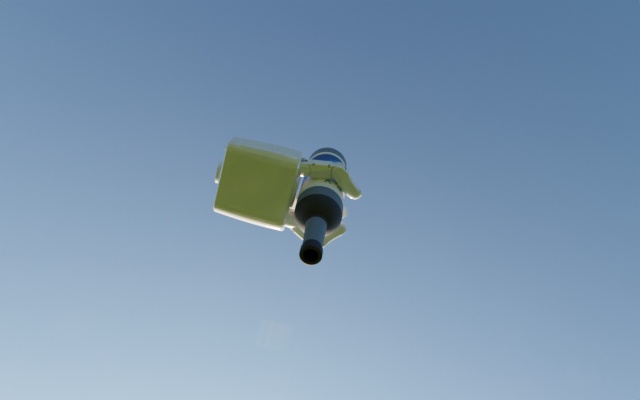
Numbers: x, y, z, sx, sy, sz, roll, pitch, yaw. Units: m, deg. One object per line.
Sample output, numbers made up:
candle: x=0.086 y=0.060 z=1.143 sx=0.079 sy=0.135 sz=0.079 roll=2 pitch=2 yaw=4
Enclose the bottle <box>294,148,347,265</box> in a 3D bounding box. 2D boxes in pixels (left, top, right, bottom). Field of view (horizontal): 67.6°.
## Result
bottle: x=0.000 y=0.002 z=0.686 sx=0.069 sy=0.069 sz=0.295 roll=0 pitch=25 yaw=5
